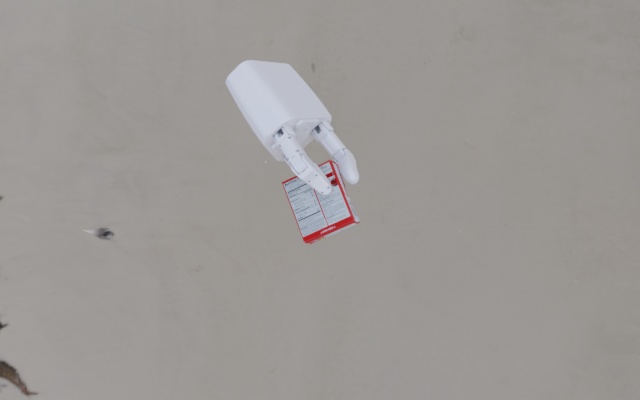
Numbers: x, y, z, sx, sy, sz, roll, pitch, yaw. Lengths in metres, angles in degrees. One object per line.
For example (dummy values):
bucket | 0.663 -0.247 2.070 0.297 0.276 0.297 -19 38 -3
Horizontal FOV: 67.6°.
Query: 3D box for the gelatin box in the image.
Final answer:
gelatin box | 0.000 0.002 0.617 0.073 0.089 0.030 -25 -15 14
